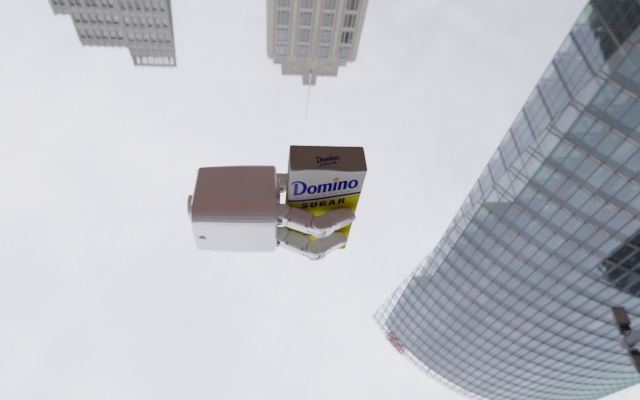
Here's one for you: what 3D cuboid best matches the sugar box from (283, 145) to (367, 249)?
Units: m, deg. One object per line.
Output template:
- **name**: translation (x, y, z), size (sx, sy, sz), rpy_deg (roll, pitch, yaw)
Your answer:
- **sugar box**: translation (0.000, 0.003, 0.629), size (0.093, 0.048, 0.176), rpy_deg (0, -35, -7)
